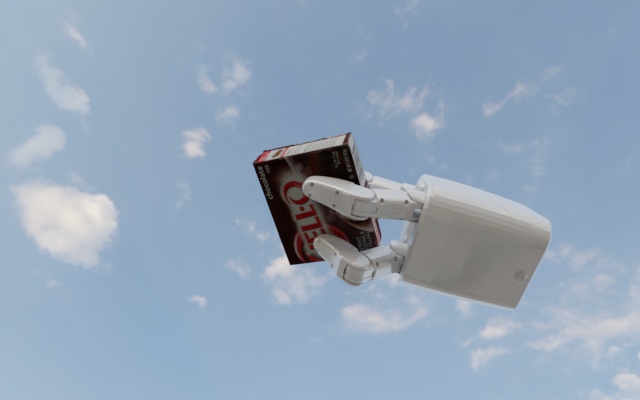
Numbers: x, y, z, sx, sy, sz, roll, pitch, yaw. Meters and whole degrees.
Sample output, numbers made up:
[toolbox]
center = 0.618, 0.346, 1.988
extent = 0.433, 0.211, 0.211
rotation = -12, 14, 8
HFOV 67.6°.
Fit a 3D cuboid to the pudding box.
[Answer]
[pudding box]
center = 0.000, 0.001, 0.439
extent = 0.090, 0.113, 0.039
rotation = -10, 22, 17
